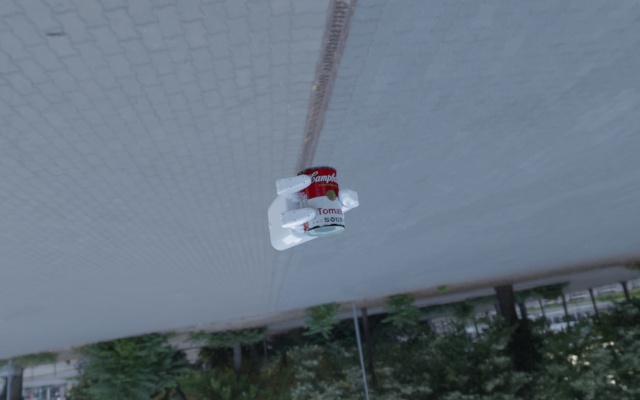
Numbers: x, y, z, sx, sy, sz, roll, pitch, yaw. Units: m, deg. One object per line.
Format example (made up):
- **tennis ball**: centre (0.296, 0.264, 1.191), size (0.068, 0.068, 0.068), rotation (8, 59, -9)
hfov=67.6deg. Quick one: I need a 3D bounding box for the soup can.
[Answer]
- **soup can**: centre (0.000, 0.003, 0.786), size (0.068, 0.102, 0.068), rotation (-7, -17, -2)
